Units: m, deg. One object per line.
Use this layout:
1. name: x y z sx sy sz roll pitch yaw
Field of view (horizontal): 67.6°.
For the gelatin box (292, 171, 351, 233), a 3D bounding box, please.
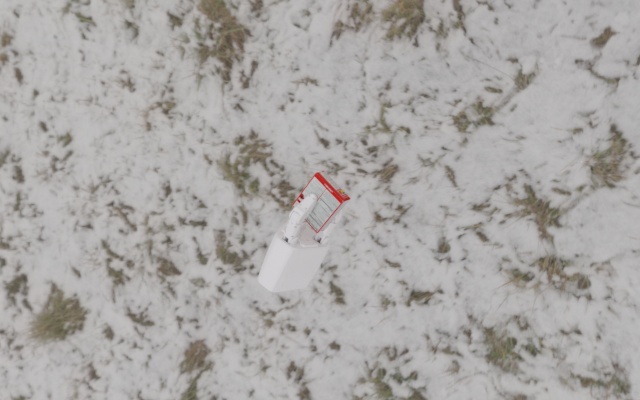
1. gelatin box: 0.000 0.003 0.860 0.030 0.073 0.089 -20 -28 -55
